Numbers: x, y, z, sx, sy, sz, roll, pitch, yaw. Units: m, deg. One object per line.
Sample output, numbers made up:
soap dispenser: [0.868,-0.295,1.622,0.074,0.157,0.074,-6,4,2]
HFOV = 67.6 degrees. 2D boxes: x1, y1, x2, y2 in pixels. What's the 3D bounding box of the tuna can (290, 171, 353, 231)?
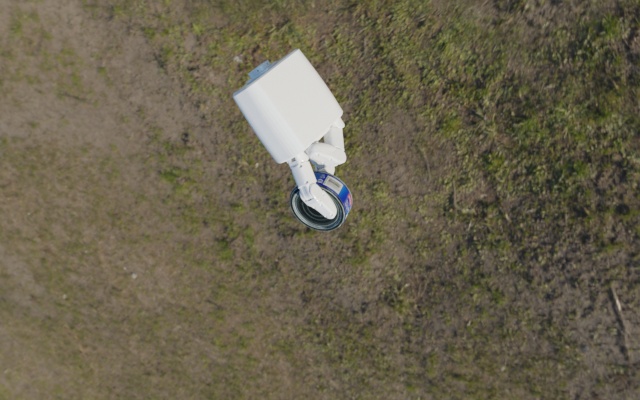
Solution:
tuna can: [0.000,0.003,0.678,0.086,0.086,0.033,0,37,25]
